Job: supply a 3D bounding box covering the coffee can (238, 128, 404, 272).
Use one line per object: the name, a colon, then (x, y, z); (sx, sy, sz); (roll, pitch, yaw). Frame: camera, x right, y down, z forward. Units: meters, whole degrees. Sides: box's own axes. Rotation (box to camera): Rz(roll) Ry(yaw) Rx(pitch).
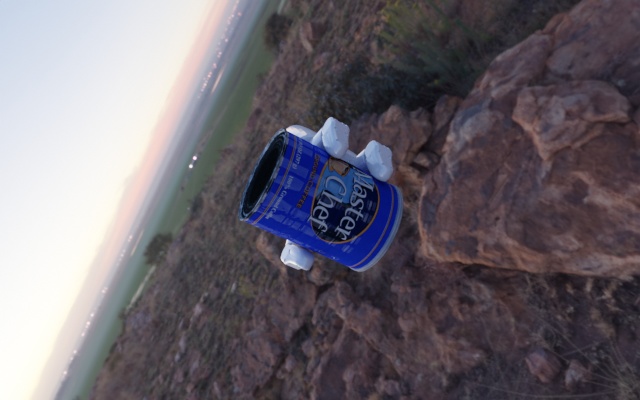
coffee can: (0.000, 0.002, 0.500); (0.140, 0.103, 0.103); (26, -9, -19)
